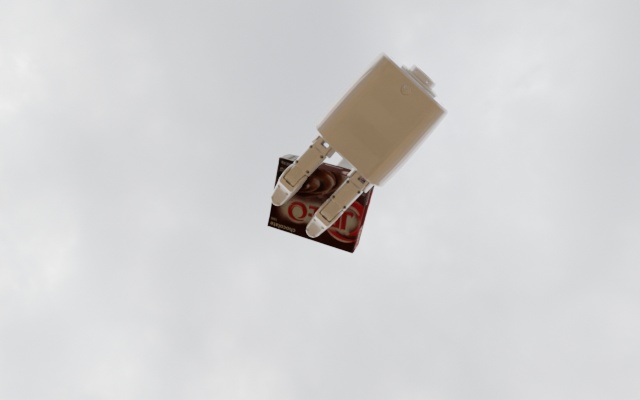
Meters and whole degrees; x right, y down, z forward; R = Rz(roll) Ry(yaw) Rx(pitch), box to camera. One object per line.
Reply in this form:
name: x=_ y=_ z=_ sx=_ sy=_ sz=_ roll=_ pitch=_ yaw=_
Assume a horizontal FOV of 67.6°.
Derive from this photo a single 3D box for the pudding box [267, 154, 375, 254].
pudding box: x=0.000 y=0.002 z=0.565 sx=0.113 sy=0.090 sz=0.039 roll=17 pitch=21 yaw=14
